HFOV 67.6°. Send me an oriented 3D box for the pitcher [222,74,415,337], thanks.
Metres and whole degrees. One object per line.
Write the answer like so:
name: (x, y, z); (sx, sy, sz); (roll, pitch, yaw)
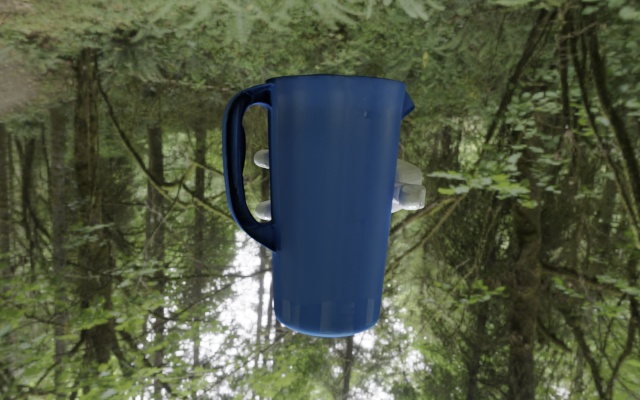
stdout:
pitcher: (0.000, 0.002, 0.466); (0.149, 0.243, 0.145); (6, 8, 24)
